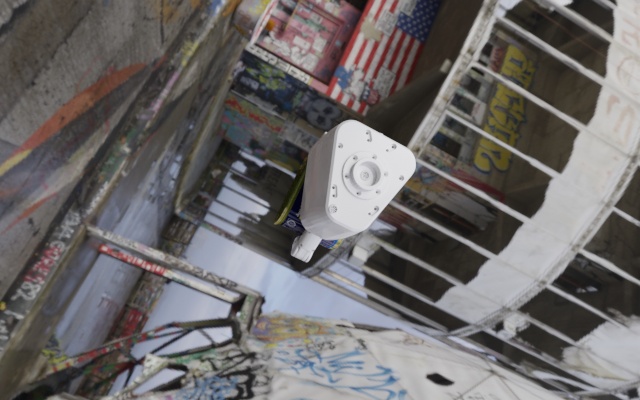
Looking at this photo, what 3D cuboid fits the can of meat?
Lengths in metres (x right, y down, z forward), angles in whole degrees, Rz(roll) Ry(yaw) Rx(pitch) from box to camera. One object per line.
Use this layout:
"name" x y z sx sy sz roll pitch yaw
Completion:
"can of meat" 0.000 0.002 0.618 0.084 0.102 0.057 27 -15 -9
